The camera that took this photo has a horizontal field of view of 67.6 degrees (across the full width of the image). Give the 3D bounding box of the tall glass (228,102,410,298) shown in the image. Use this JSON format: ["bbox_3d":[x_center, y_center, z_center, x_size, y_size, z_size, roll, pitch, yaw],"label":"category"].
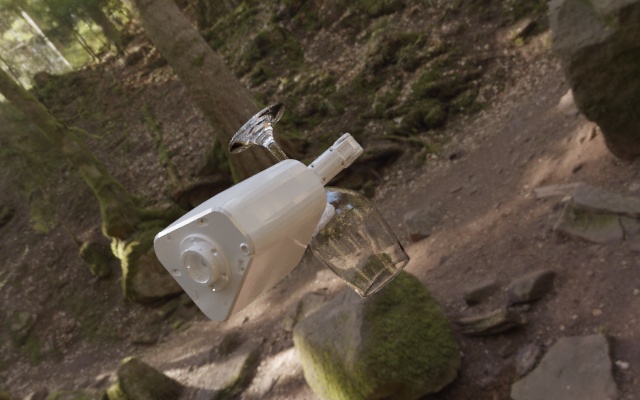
[{"bbox_3d":[0.000,0.001,0.478,0.079,0.201,0.079,-41,-3,-3],"label":"tall glass"}]
